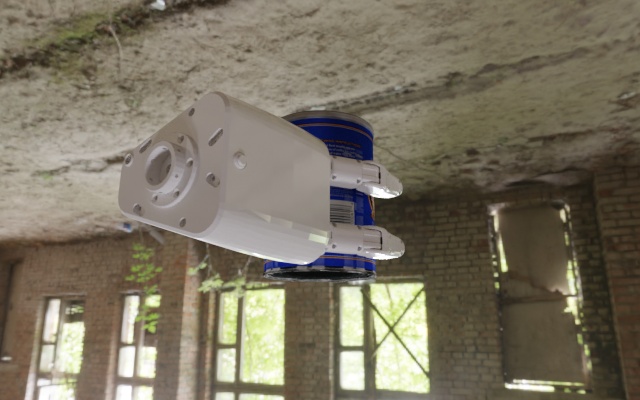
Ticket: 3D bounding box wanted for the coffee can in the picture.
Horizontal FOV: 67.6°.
[{"bbox_3d":[0.000,0.001,0.447,0.103,0.140,0.103,0,-15,0],"label":"coffee can"}]
